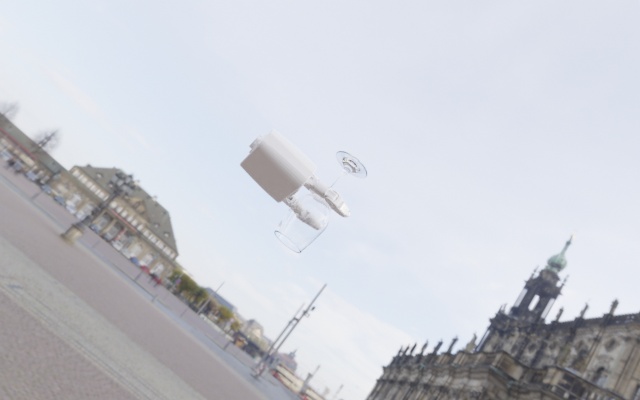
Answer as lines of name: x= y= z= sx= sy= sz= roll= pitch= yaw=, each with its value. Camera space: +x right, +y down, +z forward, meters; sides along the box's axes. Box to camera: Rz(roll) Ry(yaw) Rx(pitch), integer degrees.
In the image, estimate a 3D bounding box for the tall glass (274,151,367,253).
tall glass: x=0.001 y=0.003 z=0.891 sx=0.079 sy=0.201 sz=0.079 roll=34 pitch=-19 yaw=14
